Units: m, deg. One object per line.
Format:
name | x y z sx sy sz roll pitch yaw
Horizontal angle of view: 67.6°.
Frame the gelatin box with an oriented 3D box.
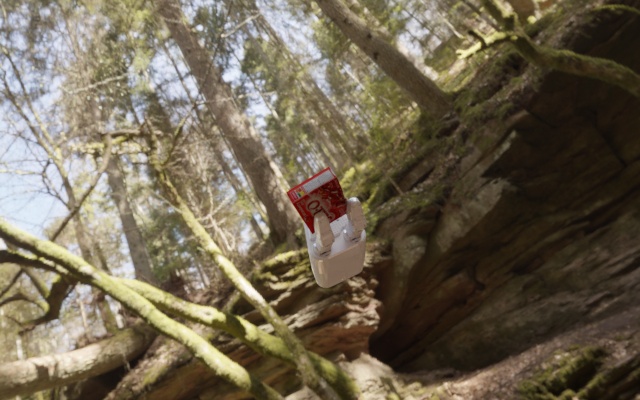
gelatin box | 0.000 0.002 0.703 0.073 0.030 0.089 -31 -39 -2
